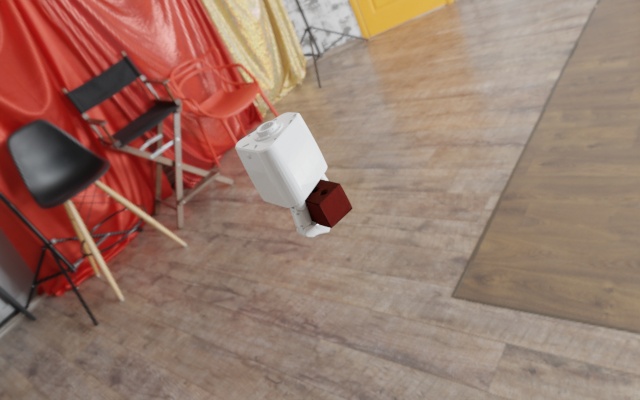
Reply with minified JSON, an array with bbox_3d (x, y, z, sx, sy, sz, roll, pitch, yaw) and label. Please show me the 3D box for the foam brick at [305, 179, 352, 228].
[{"bbox_3d":[0.000,0.003,0.763,0.053,0.051,0.078,-44,35,-26],"label":"foam brick"}]
